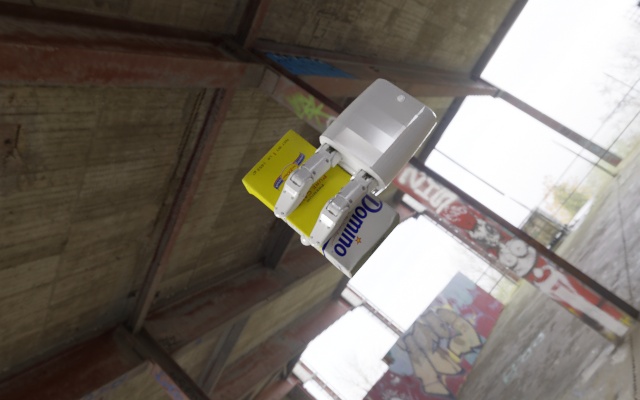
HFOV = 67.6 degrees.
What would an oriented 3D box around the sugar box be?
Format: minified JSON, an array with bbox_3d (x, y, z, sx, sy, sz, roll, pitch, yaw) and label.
[{"bbox_3d":[0.000,0.002,0.580,0.176,0.093,0.048,38,-11,19],"label":"sugar box"}]
